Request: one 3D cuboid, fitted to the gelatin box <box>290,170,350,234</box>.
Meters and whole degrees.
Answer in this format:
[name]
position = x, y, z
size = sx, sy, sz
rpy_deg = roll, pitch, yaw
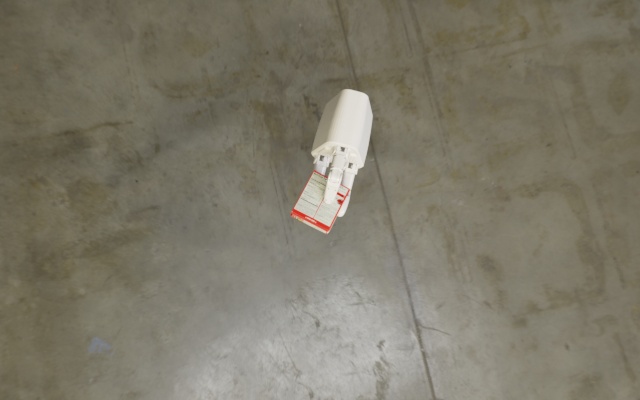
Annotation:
[gelatin box]
position = 0.000, 0.003, 0.831
size = 0.073, 0.089, 0.030
rpy_deg = 27, -17, 1
